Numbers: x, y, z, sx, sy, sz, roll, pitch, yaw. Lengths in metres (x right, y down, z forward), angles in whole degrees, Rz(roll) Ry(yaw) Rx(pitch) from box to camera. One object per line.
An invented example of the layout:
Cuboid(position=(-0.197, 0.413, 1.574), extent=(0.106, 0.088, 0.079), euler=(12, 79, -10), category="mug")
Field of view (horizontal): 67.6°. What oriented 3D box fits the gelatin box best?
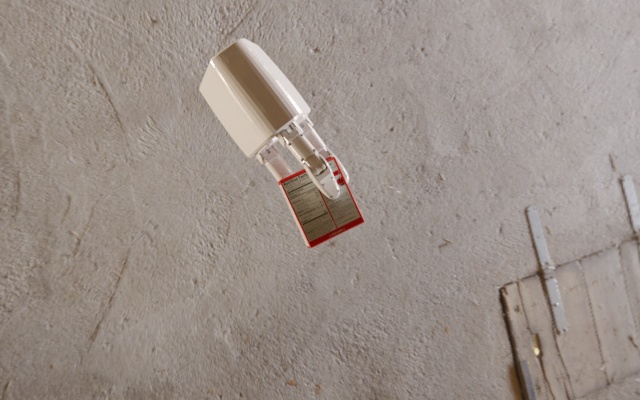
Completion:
Cuboid(position=(0.000, 0.002, 0.570), extent=(0.073, 0.089, 0.030), euler=(-26, 2, -10), category="gelatin box")
